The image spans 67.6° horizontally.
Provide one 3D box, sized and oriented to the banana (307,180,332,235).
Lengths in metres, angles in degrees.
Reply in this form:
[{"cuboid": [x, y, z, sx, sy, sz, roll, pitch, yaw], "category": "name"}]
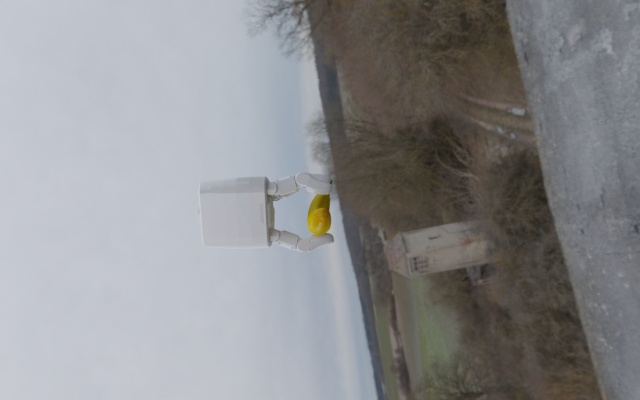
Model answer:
[{"cuboid": [-0.002, 0.019, 0.765, 0.037, 0.070, 0.197, 6, 17, -1], "category": "banana"}]
